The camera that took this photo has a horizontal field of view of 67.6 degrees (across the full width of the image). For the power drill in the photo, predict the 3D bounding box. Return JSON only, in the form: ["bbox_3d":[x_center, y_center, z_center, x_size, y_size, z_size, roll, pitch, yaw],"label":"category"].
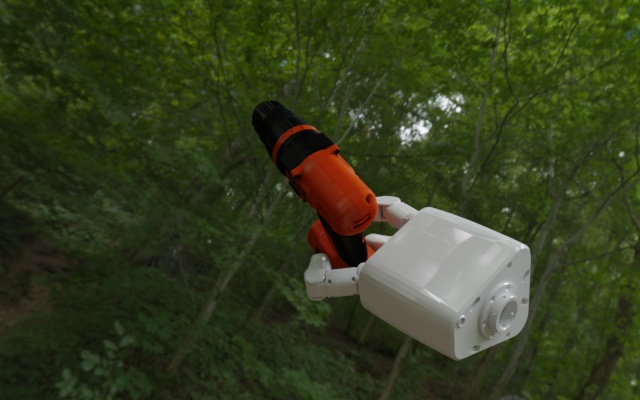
[{"bbox_3d":[0.000,0.002,0.496,0.057,0.184,0.188,-32,-38,-8],"label":"power drill"}]
